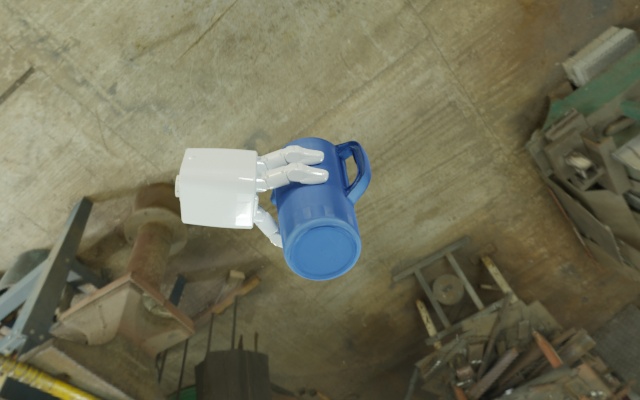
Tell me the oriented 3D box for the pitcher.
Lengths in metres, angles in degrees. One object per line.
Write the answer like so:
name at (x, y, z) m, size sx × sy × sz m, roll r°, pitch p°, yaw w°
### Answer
pitcher at (0.000, 0.002, 0.743) m, size 0.145 × 0.149 × 0.242 m, roll 6°, pitch 31°, yaw -11°
